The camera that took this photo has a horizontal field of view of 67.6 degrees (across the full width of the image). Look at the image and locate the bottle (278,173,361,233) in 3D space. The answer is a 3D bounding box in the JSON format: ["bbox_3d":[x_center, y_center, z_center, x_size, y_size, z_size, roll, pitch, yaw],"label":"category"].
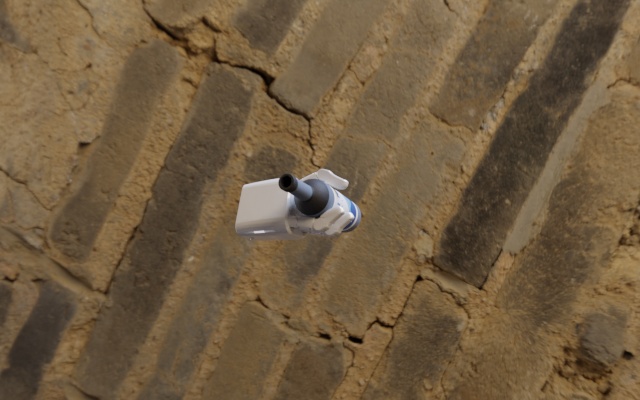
[{"bbox_3d":[0.000,0.003,0.859,0.069,0.069,0.296,0,-12,21],"label":"bottle"}]
